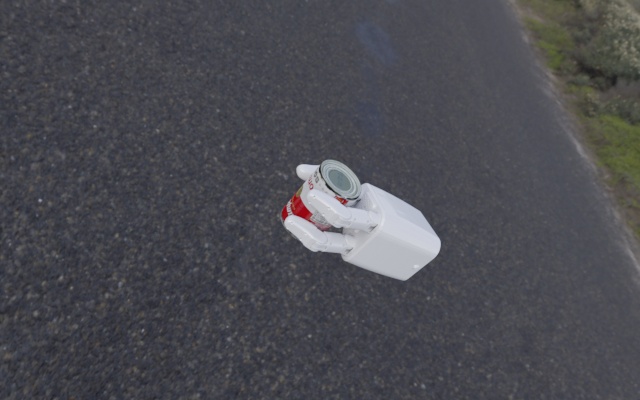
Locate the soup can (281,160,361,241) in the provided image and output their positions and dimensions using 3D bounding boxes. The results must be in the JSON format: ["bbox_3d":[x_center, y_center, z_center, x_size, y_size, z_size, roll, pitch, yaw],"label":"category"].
[{"bbox_3d":[0.000,0.002,0.648,0.068,0.068,0.102,0,-37,-43],"label":"soup can"}]
